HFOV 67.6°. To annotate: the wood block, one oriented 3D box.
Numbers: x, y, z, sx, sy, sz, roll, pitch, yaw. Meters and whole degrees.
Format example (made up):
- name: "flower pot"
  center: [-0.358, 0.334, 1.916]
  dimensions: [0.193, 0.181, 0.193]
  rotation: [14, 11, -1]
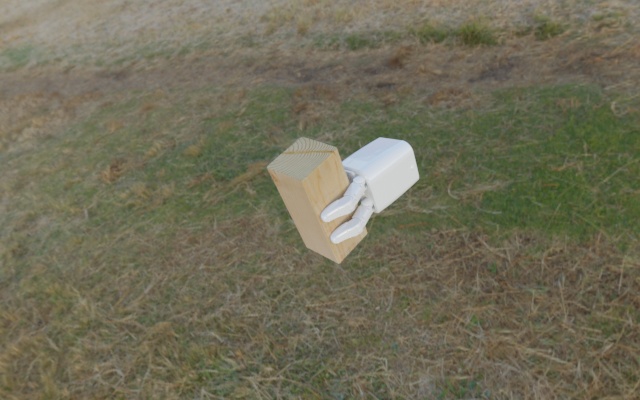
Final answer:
- name: "wood block"
  center: [0.000, 0.002, 0.844]
  dimensions: [0.091, 0.206, 0.090]
  rotation: [23, 58, 41]
